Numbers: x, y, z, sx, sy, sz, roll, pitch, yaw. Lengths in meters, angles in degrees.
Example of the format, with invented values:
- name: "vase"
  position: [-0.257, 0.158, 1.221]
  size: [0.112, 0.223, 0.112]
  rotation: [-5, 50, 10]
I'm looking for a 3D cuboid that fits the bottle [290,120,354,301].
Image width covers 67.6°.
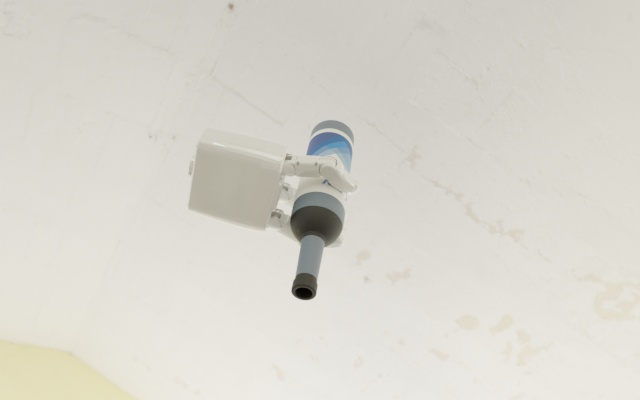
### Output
- name: "bottle"
  position: [0.000, 0.002, 0.617]
  size: [0.069, 0.069, 0.295]
  rotation: [0, 41, 9]
